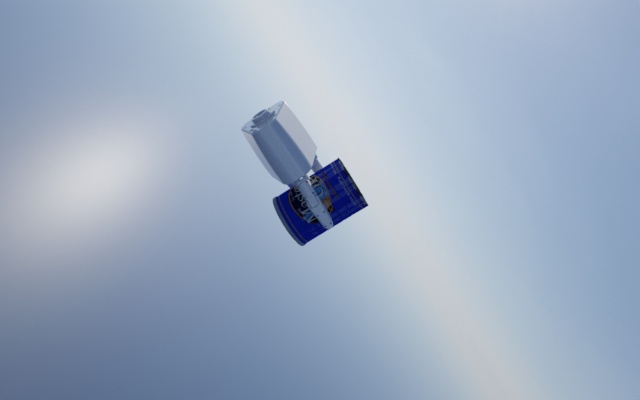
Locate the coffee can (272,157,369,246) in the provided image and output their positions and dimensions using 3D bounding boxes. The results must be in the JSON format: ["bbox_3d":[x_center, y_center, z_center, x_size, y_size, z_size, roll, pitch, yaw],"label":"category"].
[{"bbox_3d":[0.000,0.003,0.857,0.140,0.103,0.103,-32,-4,6],"label":"coffee can"}]
